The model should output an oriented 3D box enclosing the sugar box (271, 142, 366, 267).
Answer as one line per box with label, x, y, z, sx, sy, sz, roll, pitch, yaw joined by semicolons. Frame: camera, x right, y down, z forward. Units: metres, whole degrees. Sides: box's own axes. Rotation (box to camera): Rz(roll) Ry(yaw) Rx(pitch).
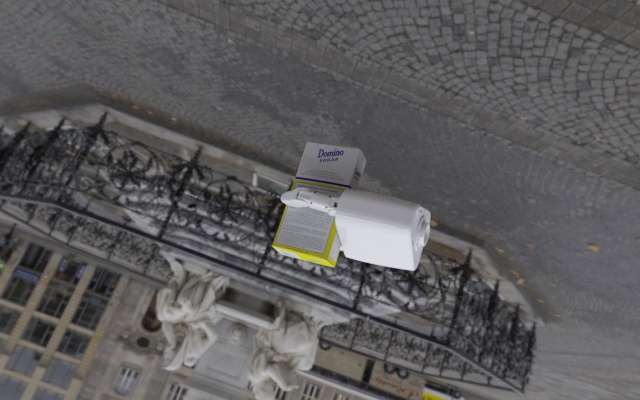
sugar box;0.000;0.003;0.715;0.093;0.176;0.048;11;-20;24
